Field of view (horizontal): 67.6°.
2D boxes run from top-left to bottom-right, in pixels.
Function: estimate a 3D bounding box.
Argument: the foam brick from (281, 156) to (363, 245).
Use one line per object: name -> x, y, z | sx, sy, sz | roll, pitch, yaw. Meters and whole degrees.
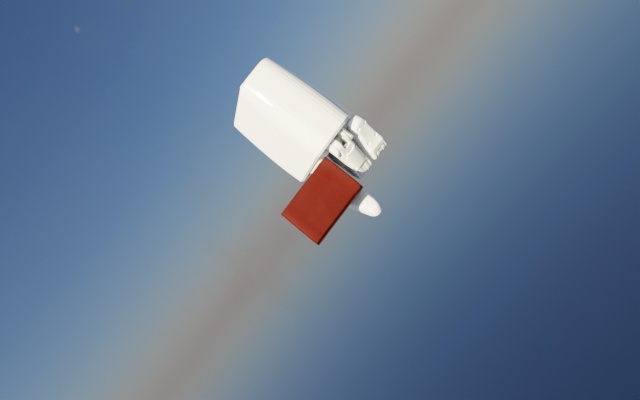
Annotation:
foam brick -> 0.000, 0.002, 0.515 | 0.051, 0.078, 0.053 | 38, -5, -1
